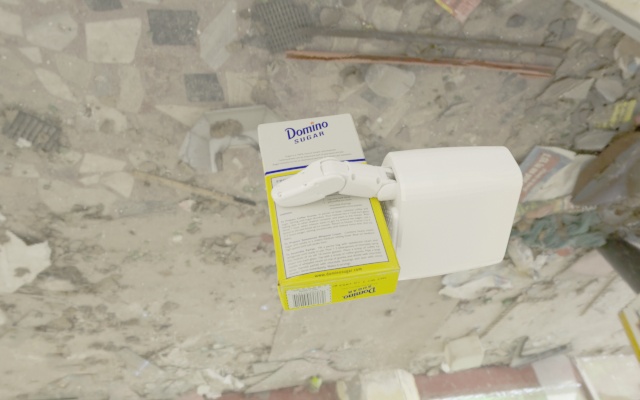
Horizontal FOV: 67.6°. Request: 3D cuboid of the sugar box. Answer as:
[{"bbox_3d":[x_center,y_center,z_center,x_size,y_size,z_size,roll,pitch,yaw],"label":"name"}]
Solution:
[{"bbox_3d":[0.000,0.002,0.416,0.093,0.176,0.048,-8,-40,-5],"label":"sugar box"}]
